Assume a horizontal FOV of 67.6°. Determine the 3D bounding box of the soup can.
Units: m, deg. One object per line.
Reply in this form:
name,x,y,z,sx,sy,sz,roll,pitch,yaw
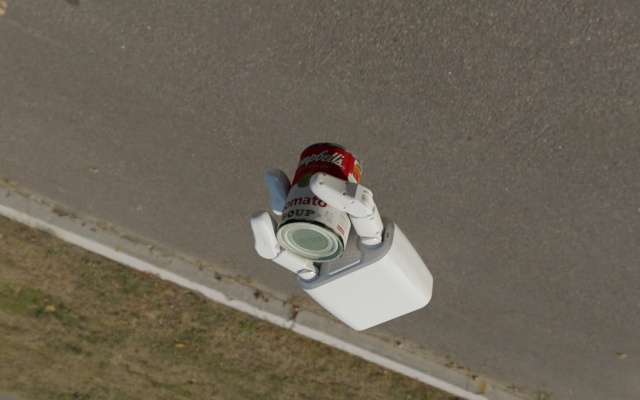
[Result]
soup can,0.000,0.001,0.476,0.068,0.102,0.069,10,-38,8
